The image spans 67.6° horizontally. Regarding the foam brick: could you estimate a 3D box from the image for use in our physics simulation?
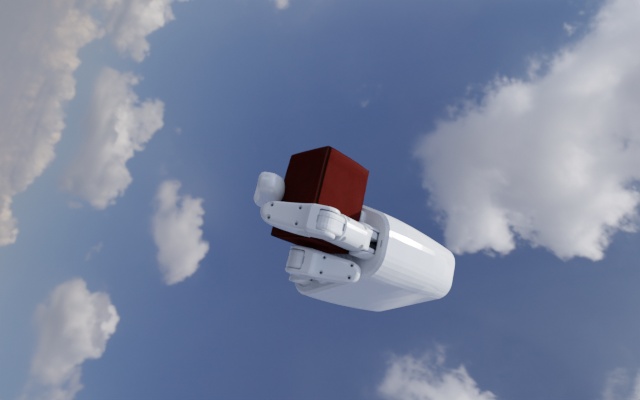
[{"bbox_3d":[0.000,0.001,0.410,0.051,0.078,0.053,24,-17,-37],"label":"foam brick"}]
